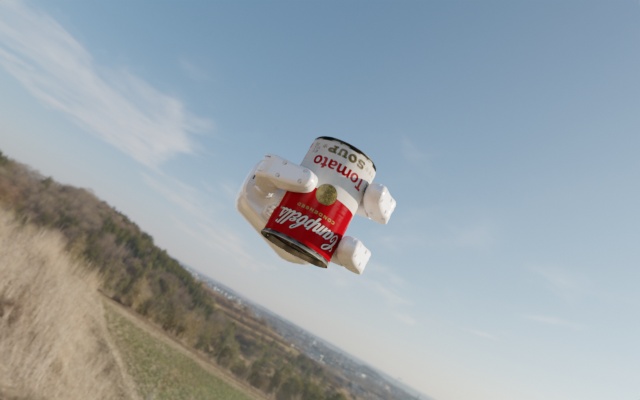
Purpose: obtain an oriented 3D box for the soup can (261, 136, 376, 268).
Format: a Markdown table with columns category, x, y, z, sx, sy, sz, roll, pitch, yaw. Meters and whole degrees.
| category | x | y | z | sx | sy | sz | roll | pitch | yaw |
| --- | --- | --- | --- | --- | --- | --- | --- | --- | --- |
| soup can | 0.000 | 0.001 | 0.436 | 0.068 | 0.102 | 0.068 | 27 | -15 | 8 |
